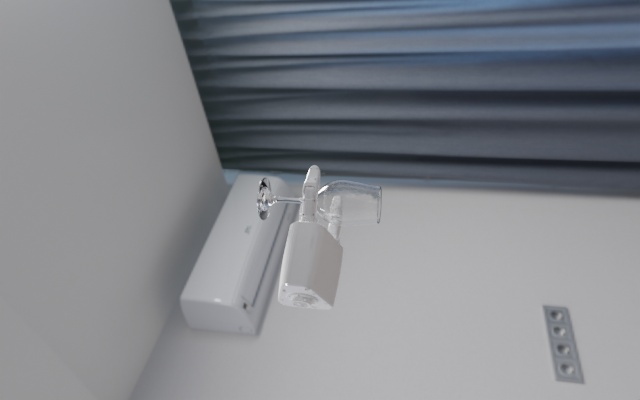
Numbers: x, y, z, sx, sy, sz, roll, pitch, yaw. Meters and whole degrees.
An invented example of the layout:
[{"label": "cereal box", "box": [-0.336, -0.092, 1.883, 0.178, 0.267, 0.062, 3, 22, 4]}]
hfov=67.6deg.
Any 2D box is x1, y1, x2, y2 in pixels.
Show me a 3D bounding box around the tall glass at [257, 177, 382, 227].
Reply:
[{"label": "tall glass", "box": [-0.001, 0.002, 0.803, 0.201, 0.079, 0.079, 3, 0, 12]}]
